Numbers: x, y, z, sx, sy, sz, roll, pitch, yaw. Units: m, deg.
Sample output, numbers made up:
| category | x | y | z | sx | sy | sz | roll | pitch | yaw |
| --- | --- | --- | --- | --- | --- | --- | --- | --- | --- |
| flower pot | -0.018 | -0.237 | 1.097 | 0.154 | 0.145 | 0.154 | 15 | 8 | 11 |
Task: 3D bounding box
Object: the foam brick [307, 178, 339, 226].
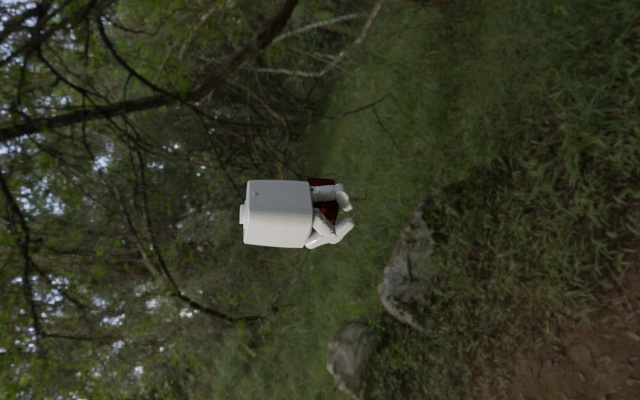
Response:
| category | x | y | z | sx | sy | sz | roll | pitch | yaw |
| --- | --- | --- | --- | --- | --- | --- | --- | --- | --- |
| foam brick | 0.000 | 0.003 | 0.867 | 0.051 | 0.053 | 0.078 | 3 | 43 | -11 |
